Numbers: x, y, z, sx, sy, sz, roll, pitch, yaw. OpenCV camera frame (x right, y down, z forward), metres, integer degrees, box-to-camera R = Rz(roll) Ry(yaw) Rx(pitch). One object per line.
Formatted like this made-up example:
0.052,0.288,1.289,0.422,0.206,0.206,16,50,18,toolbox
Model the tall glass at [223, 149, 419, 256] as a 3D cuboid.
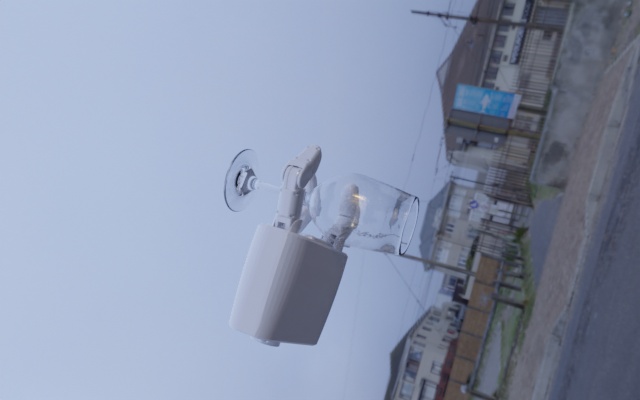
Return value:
-0.001,0.001,0.513,0.201,0.079,0.079,15,5,21,tall glass
